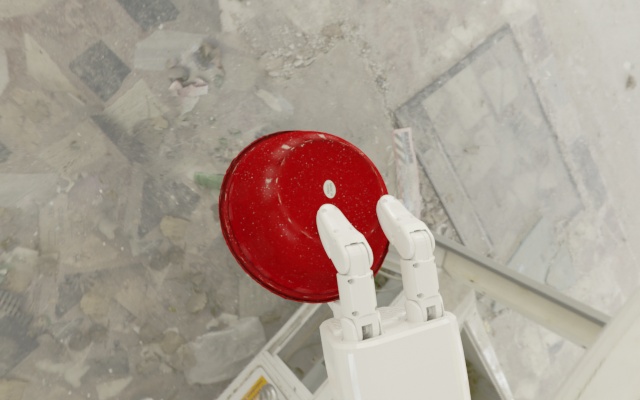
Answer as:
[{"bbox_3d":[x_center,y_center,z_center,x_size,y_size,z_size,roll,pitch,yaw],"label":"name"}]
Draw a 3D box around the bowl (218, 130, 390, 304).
[{"bbox_3d":[0.000,0.000,0.400,0.162,0.162,0.055,0,-20,-22],"label":"bowl"}]
